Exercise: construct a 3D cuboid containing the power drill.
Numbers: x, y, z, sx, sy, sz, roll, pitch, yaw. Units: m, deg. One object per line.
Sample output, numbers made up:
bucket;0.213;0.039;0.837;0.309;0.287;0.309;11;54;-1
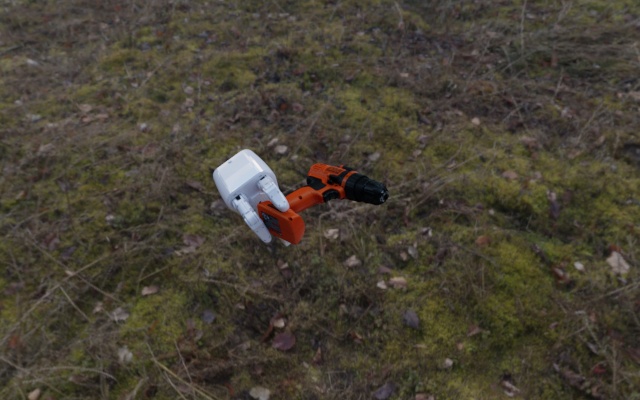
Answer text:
power drill;0.000;0.003;0.829;0.187;0.057;0.184;-31;32;-32
